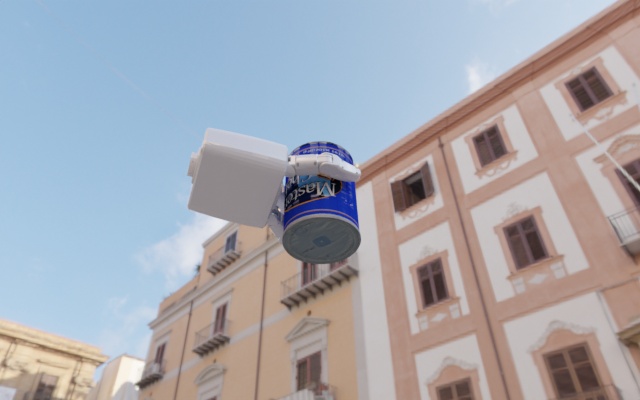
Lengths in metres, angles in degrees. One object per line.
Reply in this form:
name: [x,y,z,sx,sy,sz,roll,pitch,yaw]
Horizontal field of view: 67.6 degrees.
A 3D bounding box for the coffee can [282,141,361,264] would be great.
coffee can: [0.000,0.002,0.663,0.103,0.140,0.103,-1,-41,-1]
